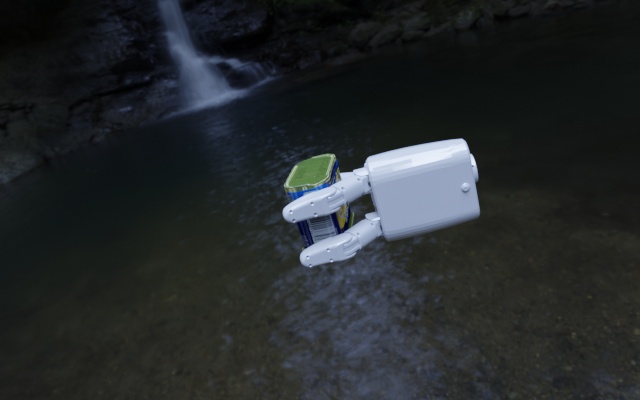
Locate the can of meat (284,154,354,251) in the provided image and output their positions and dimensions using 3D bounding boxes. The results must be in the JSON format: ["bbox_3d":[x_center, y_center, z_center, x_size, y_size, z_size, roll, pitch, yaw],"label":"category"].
[{"bbox_3d":[0.000,0.001,0.555,0.057,0.084,0.102,-12,22,13],"label":"can of meat"}]
